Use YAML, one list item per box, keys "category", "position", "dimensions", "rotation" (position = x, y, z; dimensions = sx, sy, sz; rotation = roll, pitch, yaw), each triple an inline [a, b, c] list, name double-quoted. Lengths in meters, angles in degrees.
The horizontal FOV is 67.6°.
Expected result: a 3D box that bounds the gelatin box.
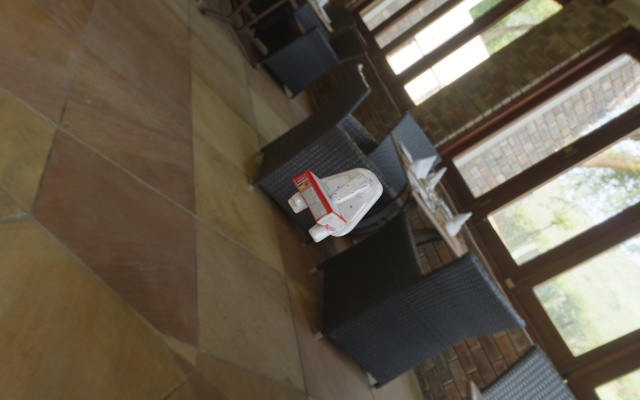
- category: "gelatin box"
  position: [0.000, 0.002, 0.687]
  dimensions: [0.030, 0.073, 0.089]
  rotation: [-32, -19, 8]
